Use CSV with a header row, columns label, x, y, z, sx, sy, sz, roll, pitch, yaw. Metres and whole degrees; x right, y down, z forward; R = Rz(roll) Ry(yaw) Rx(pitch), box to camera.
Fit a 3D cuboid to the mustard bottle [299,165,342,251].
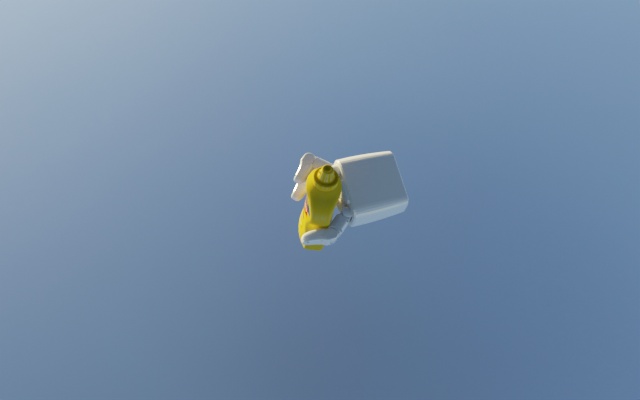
label,x,y,z,sx,sy,sz,roll,pitch,yaw
mustard bottle,0.000,0.003,0.803,0.058,0.096,0.192,8,-32,-4
